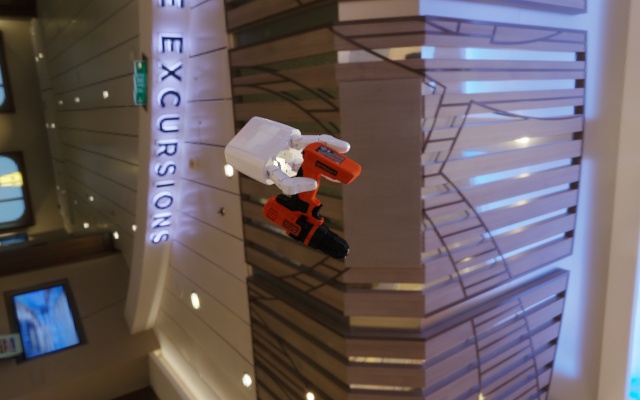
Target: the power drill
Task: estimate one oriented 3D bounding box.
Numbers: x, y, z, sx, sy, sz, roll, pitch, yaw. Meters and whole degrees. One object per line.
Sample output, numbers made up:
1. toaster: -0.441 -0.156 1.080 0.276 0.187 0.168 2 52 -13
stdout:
1. power drill: 0.000 0.002 0.875 0.184 0.188 0.057 30 29 4
